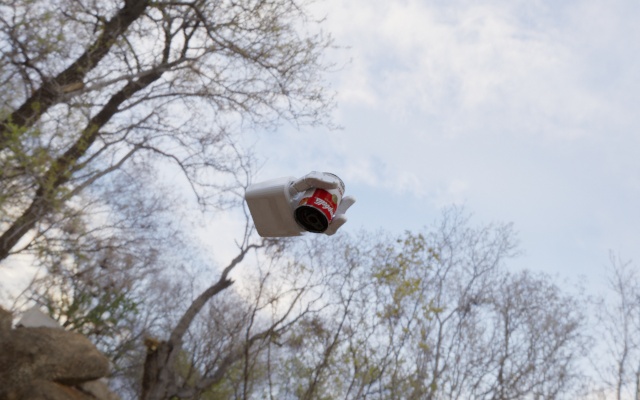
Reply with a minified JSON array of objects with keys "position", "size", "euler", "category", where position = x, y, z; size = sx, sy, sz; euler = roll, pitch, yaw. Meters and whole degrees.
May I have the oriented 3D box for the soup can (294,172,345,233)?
[{"position":[0.001,0.003,0.894],"size":[0.068,0.068,0.102],"euler":[0,40,27],"category":"soup can"}]
